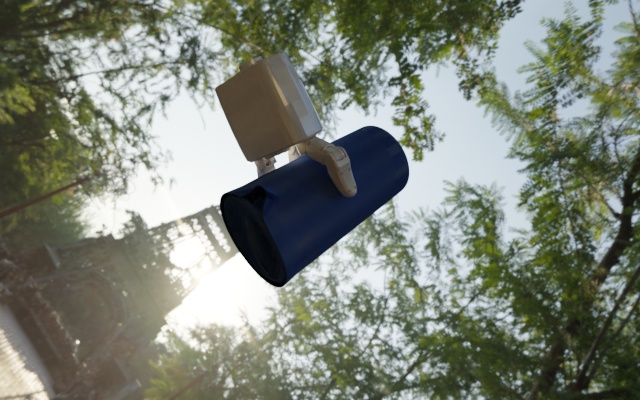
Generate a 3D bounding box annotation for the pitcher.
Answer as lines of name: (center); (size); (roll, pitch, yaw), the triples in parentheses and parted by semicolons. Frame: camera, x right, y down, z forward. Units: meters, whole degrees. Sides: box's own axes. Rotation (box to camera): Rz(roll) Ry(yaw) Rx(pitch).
pitcher: (0.000, 0.002, 0.637); (0.242, 0.145, 0.149); (-32, 13, -28)
